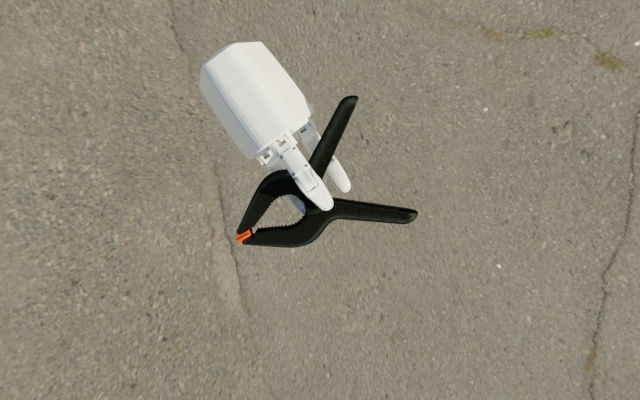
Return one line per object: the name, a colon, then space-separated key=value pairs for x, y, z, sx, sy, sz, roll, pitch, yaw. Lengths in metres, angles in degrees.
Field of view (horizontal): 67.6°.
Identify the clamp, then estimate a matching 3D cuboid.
clamp: x=0.000 y=0.002 z=0.561 sx=0.210 sy=0.164 sz=0.036 roll=-35 pitch=8 yaw=5
